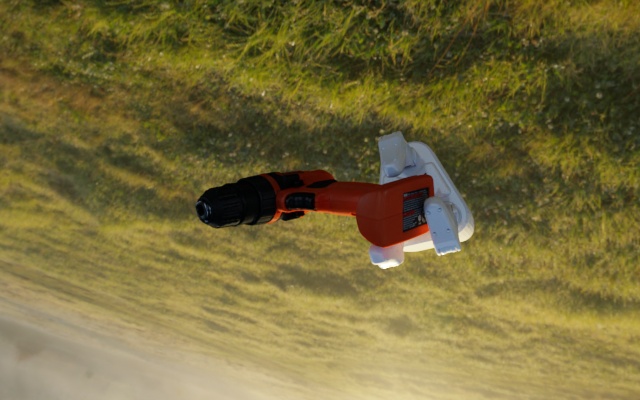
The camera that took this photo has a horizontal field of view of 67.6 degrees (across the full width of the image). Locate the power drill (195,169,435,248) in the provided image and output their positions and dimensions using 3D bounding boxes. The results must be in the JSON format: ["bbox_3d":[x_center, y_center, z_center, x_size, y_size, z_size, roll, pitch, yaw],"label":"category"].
[{"bbox_3d":[0.001,0.002,0.465,0.187,0.057,0.184,8,15,39],"label":"power drill"}]
